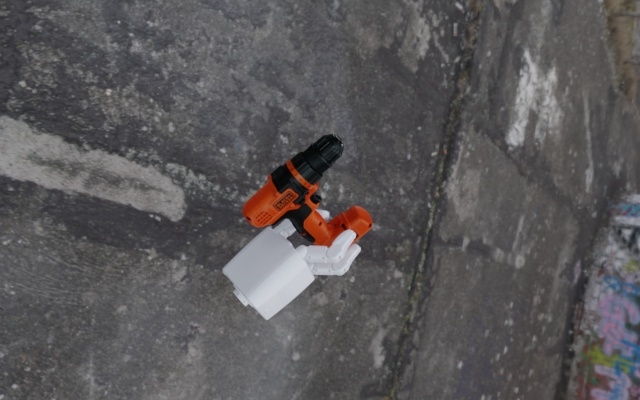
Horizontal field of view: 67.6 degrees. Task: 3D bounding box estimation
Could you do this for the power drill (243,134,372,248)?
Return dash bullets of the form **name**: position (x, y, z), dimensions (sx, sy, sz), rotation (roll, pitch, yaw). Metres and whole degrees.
- **power drill**: position (0.000, 0.003, 0.745), dimensions (0.188, 0.184, 0.057), rotation (40, 17, -38)
